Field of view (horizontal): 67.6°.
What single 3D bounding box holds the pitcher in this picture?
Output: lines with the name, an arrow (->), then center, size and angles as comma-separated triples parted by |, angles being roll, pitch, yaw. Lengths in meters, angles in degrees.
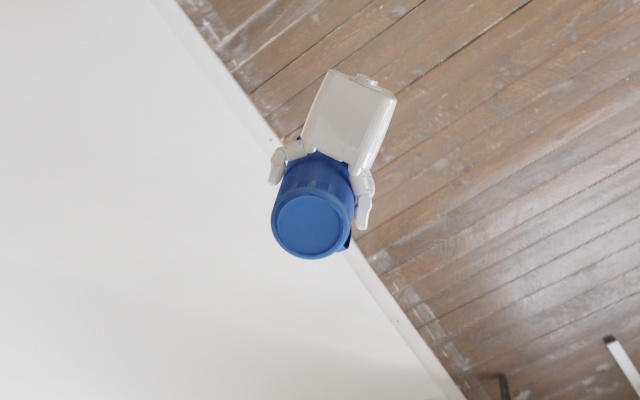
pitcher -> 0.000, 0.002, 0.743 | 0.149, 0.145, 0.242 | 21, 20, -3
